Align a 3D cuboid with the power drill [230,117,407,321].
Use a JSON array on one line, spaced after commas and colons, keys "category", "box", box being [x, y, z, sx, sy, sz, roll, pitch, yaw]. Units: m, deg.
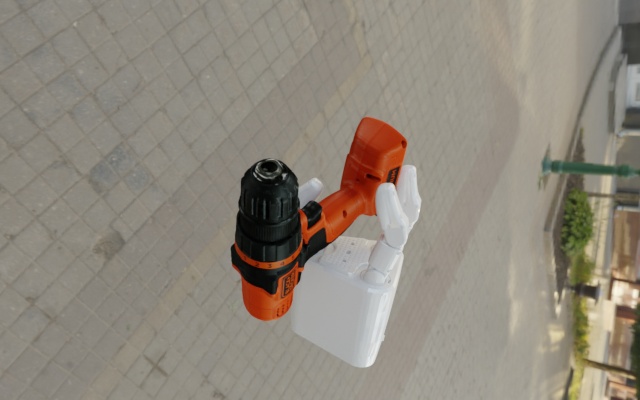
[{"category": "power drill", "box": [0.000, 0.001, 0.420, 0.057, 0.185, 0.187, 37, 54, 21]}]
